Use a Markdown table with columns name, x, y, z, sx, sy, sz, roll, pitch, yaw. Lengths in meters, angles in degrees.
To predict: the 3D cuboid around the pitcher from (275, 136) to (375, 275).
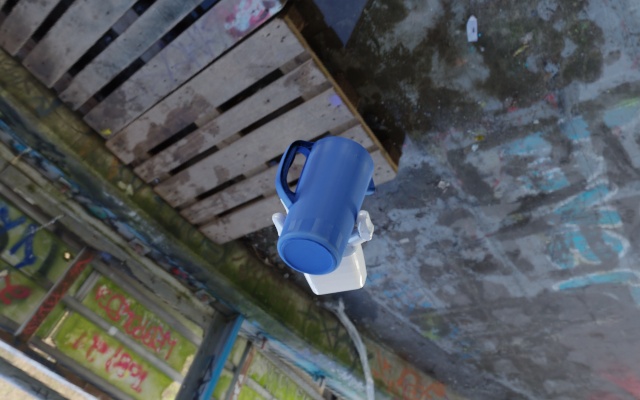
| name | x | y | z | sx | sy | sz | roll | pitch | yaw |
| --- | --- | --- | --- | --- | --- | --- | --- | --- | --- |
| pitcher | 0.000 | 0.003 | 0.844 | 0.149 | 0.145 | 0.242 | 1 | 44 | 20 |
